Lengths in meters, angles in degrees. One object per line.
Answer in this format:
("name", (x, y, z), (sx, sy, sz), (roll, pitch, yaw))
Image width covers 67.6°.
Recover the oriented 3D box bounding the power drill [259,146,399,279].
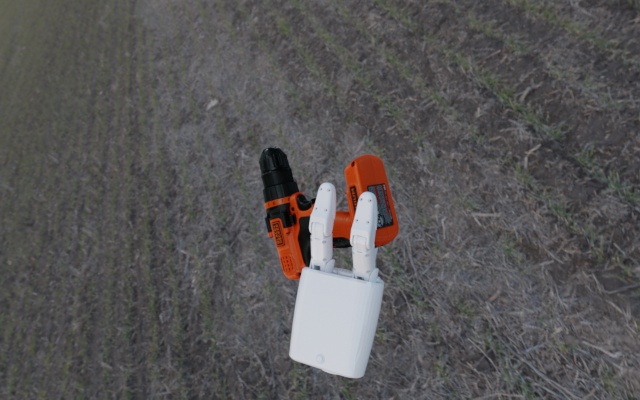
("power drill", (0.000, 0.002, 0.607), (0.057, 0.184, 0.188), (-13, -2, -45))
